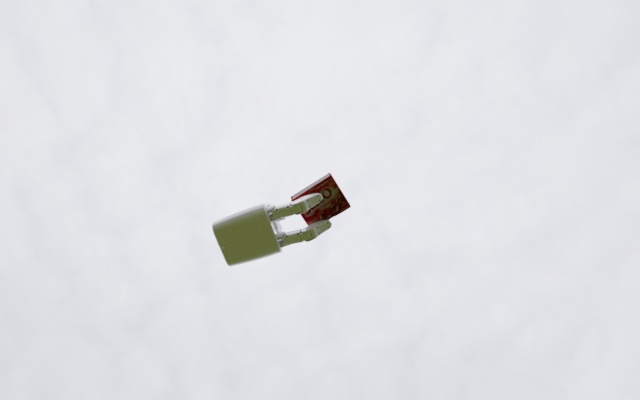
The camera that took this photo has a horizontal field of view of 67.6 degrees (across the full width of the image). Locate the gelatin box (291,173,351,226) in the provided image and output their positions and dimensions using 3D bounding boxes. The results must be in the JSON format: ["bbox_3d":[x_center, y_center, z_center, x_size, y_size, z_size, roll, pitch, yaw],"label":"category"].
[{"bbox_3d":[0.000,0.003,0.887,0.089,0.073,0.030,-32,16,3],"label":"gelatin box"}]
